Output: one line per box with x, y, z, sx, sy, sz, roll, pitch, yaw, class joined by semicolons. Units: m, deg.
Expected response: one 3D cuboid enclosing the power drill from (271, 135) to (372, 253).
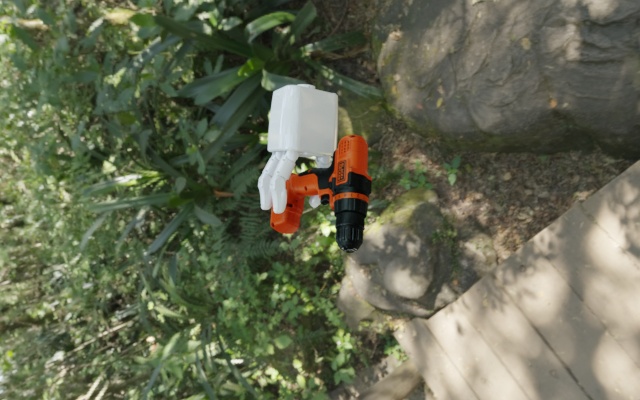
0.000;0.002;0.764;0.188;0.184;0.057;-15;-29;42;power drill
